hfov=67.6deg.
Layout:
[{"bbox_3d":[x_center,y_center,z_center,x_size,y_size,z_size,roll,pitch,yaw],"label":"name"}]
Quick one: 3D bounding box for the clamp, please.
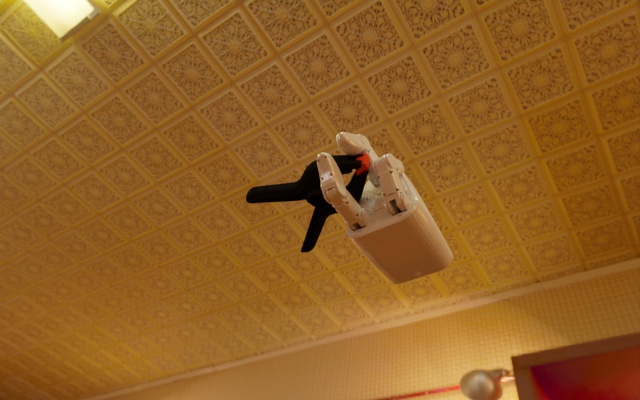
[{"bbox_3d":[0.000,0.002,0.620,0.171,0.120,0.039,-24,32,27],"label":"clamp"}]
